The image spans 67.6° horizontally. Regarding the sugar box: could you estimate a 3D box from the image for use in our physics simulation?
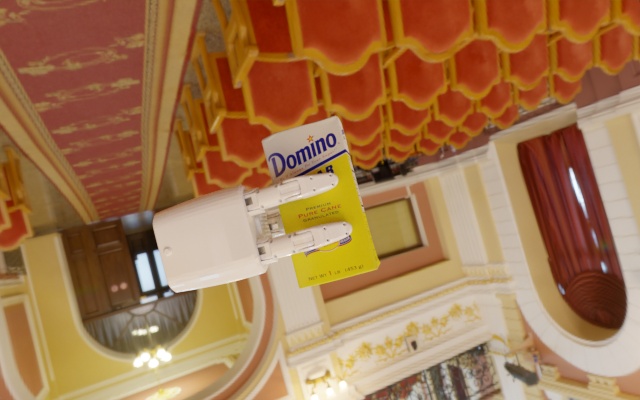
[{"bbox_3d":[0.000,0.002,0.542,0.093,0.176,0.048,-16,-2,8],"label":"sugar box"}]
